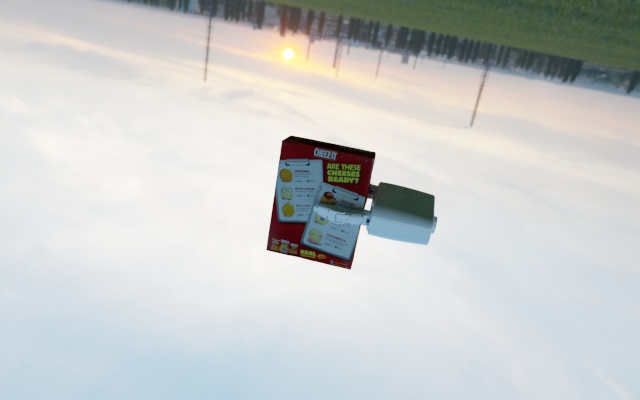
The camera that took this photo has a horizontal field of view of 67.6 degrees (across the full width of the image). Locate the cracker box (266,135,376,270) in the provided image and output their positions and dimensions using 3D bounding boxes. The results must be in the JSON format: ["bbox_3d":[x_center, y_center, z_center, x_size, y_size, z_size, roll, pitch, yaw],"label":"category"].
[{"bbox_3d":[0.000,0.003,0.868,0.164,0.214,0.072,12,19,6],"label":"cracker box"}]
